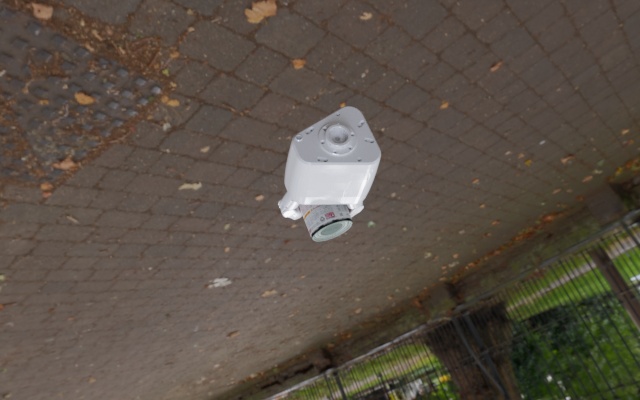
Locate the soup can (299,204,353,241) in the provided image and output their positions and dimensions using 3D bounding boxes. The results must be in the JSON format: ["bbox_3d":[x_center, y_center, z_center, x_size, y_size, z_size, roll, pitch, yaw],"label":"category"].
[{"bbox_3d":[0.000,0.003,0.727,0.068,0.102,0.068,-20,-22,-8],"label":"soup can"}]
